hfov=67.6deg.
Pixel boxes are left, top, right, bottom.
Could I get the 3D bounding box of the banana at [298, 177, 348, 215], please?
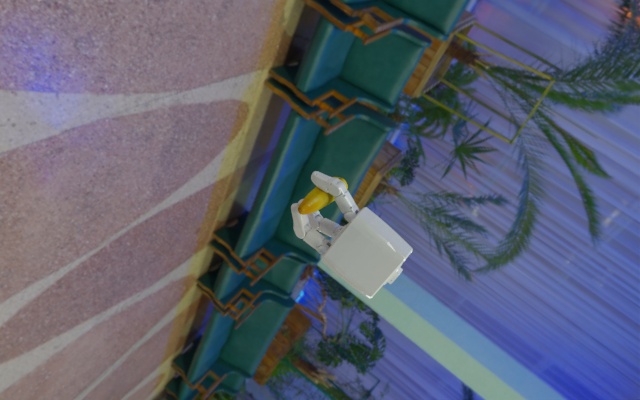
[{"bbox_3d":[0.013,-0.011,0.849,0.037,0.069,0.198,43,14,5],"label":"banana"}]
